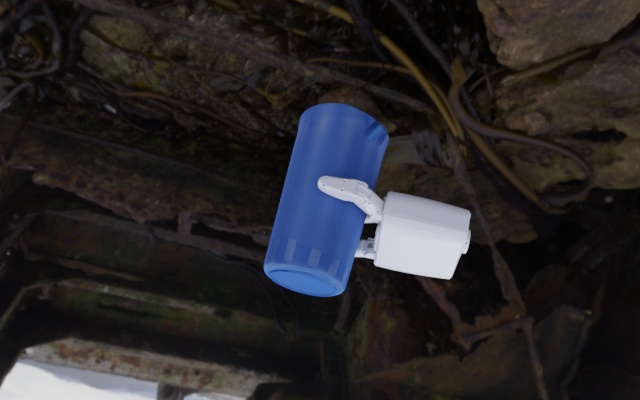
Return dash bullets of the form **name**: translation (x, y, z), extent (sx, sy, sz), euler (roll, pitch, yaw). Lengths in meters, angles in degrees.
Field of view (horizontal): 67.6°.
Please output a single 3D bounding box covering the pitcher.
- **pitcher**: translation (0.000, 0.002, 0.659), extent (0.145, 0.242, 0.149), euler (12, -25, 9)
